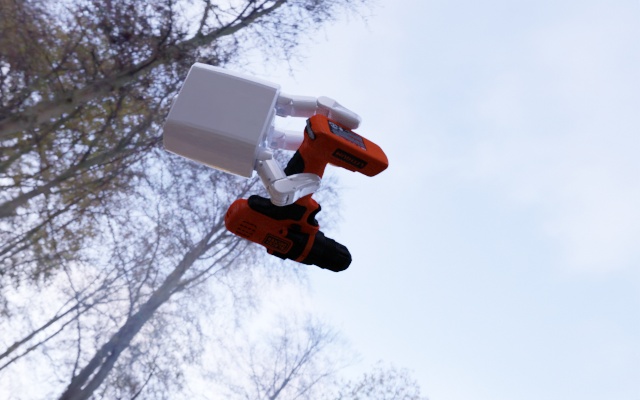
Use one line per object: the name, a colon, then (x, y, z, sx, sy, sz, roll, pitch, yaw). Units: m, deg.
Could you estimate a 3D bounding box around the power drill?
power drill: (0.000, 0.001, 0.591, 0.184, 0.188, 0.057, 24, 27, -25)
